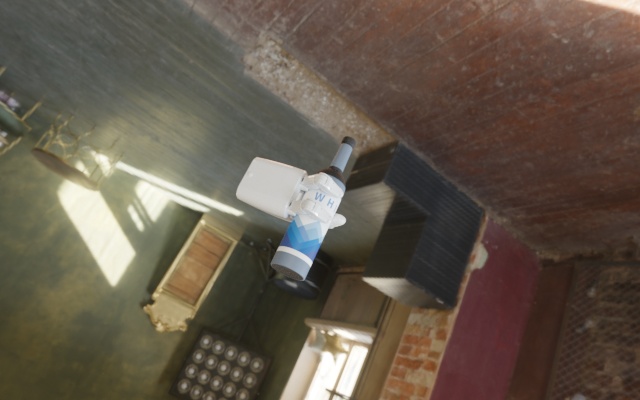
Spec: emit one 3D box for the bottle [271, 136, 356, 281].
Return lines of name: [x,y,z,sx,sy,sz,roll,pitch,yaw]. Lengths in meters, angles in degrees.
bottle: [0.000,0.003,0.895,0.069,0.295,0.069,22,-22,9]
